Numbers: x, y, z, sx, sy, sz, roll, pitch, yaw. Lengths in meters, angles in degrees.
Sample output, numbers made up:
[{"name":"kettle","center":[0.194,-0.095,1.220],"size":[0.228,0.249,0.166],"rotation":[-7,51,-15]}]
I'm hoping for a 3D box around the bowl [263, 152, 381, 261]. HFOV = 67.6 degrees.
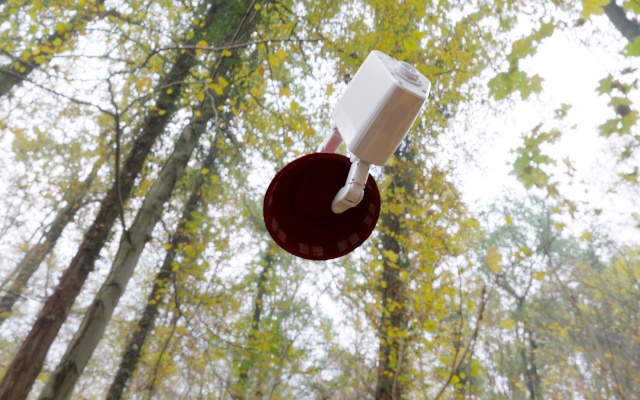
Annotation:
[{"name":"bowl","center":[-0.001,0.003,0.671],"size":[0.162,0.162,0.055],"rotation":[0,22,-7]}]
